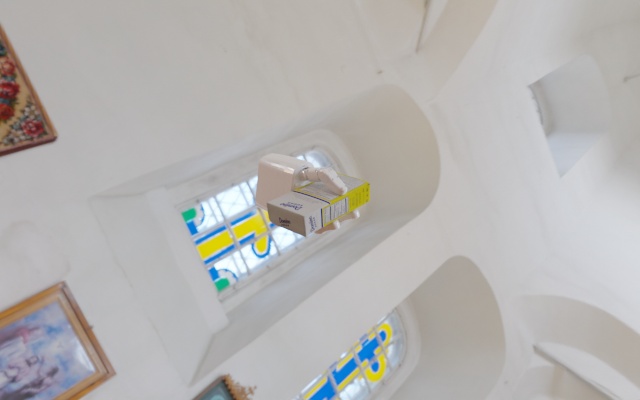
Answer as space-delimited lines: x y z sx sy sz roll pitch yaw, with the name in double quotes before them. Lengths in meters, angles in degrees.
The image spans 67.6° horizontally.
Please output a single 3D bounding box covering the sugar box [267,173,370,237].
"sugar box" 0.000 0.003 0.852 0.093 0.048 0.176 19 35 40
